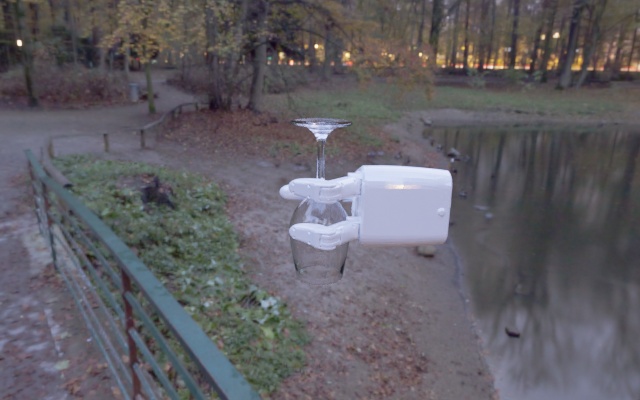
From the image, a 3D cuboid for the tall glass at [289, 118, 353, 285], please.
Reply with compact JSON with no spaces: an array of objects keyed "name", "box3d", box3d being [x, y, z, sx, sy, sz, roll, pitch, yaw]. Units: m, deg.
[{"name":"tall glass","box3d":[0.000,0.001,0.596,0.079,0.201,0.079,1,16,0]}]
